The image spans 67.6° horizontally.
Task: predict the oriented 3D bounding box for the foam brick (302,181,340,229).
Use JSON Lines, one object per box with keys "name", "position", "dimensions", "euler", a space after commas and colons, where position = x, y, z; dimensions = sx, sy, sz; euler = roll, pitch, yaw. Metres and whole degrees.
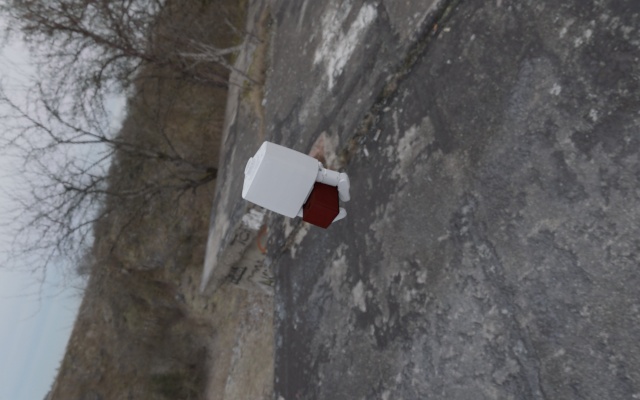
{"name": "foam brick", "position": [0.000, 0.003, 0.880], "dimensions": [0.051, 0.078, 0.053], "euler": [21, -50, -19]}
